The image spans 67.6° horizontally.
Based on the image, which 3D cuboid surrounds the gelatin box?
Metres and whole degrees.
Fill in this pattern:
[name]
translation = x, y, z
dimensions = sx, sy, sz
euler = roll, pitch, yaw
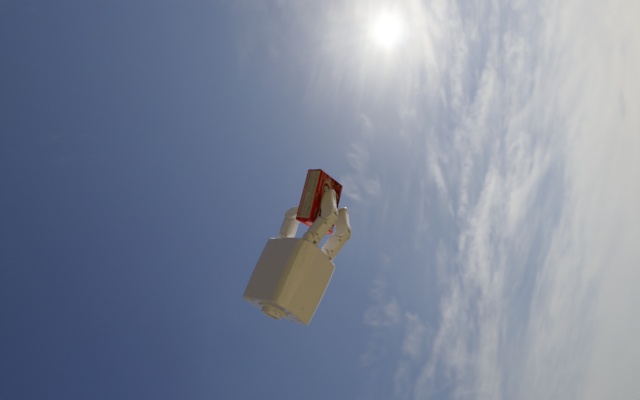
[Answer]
[gelatin box]
translation = 0.000, 0.002, 0.785
dimensions = 0.030, 0.089, 0.073
euler = 2, -19, 34
